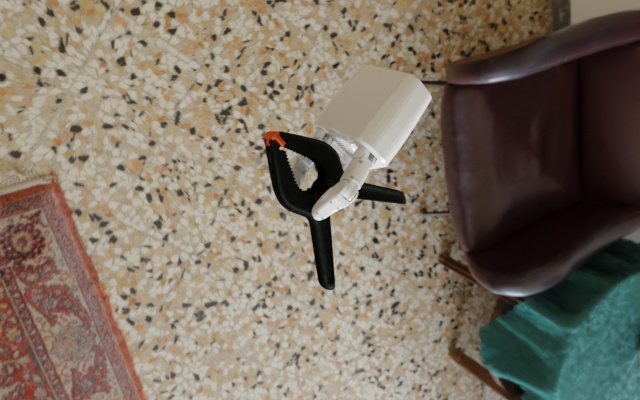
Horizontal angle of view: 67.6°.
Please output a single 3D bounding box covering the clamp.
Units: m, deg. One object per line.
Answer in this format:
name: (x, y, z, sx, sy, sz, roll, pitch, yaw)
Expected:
clamp: (0.000, 0.002, 0.587, 0.210, 0.164, 0.036, 41, -12, -27)
